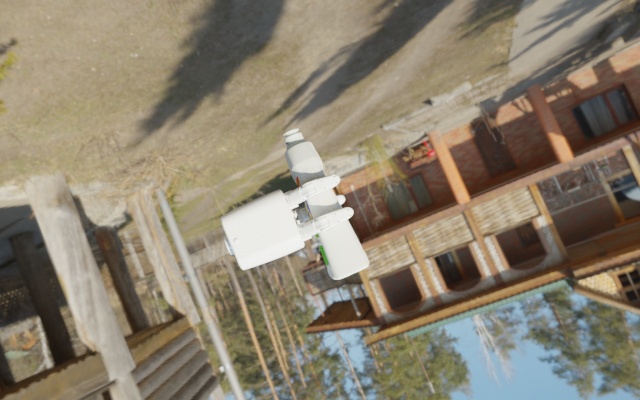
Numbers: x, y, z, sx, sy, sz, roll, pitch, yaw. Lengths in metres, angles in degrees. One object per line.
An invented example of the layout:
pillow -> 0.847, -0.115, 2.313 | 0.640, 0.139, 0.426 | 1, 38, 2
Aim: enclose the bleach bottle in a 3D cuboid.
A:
bleach bottle -> 0.000, 0.003, 0.792 | 0.068, 0.251, 0.102 | -23, -3, -5
